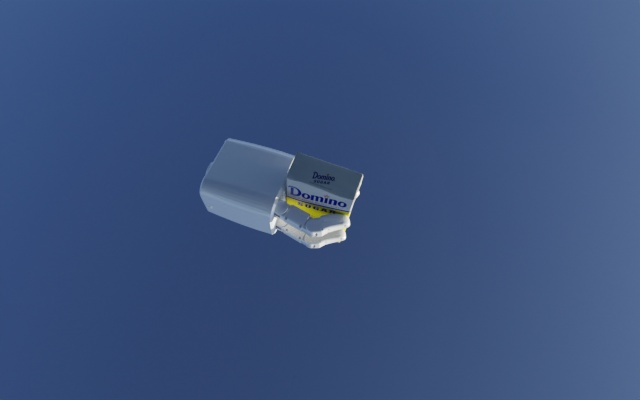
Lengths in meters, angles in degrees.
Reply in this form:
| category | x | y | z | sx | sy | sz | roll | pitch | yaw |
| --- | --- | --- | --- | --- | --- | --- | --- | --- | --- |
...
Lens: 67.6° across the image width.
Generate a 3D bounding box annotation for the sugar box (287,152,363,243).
| category | x | y | z | sx | sy | sz | roll | pitch | yaw |
| --- | --- | --- | --- | --- | --- | --- | --- | --- | --- |
| sugar box | 0.000 | 0.003 | 0.678 | 0.093 | 0.048 | 0.176 | 19 | -20 | 5 |
